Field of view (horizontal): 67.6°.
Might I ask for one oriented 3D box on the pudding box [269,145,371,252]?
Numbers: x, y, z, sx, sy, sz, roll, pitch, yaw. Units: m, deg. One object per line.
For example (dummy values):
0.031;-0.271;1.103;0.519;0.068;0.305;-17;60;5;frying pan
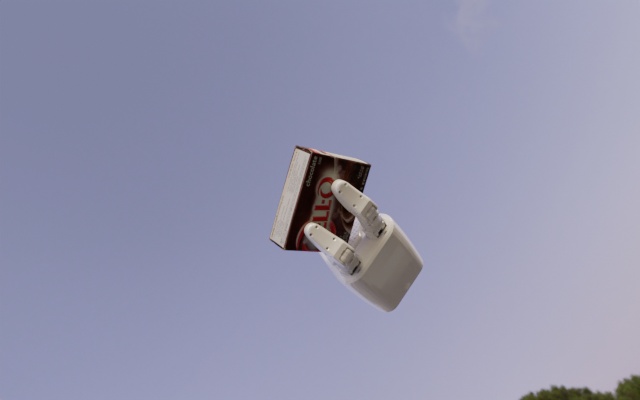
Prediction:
0.000;0.002;0.537;0.090;0.113;0.039;7;11;-41;pudding box
